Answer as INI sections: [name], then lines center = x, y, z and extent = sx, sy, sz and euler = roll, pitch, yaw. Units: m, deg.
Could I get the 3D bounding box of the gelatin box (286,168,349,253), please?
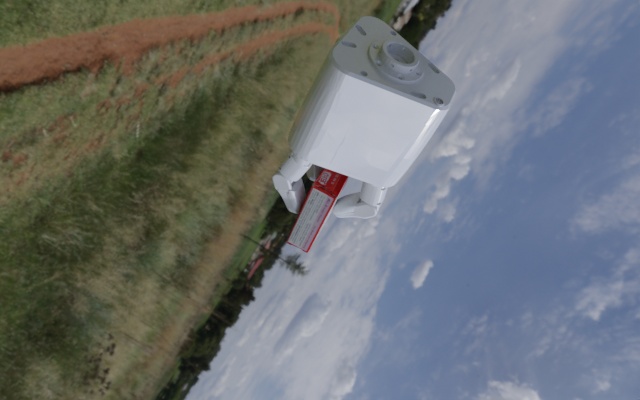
[gelatin box]
center = 0.000, 0.002, 0.520
extent = 0.030, 0.089, 0.073
euler = 28, 37, 3
